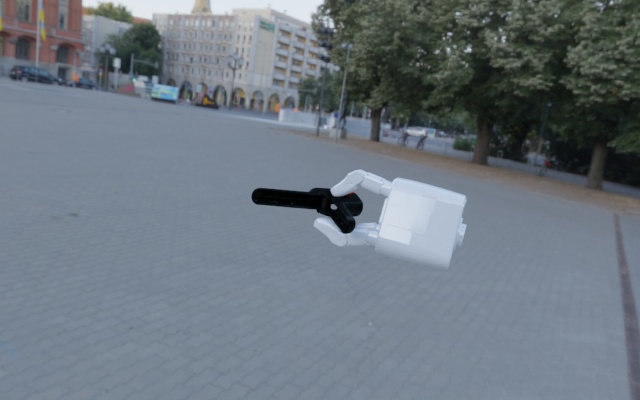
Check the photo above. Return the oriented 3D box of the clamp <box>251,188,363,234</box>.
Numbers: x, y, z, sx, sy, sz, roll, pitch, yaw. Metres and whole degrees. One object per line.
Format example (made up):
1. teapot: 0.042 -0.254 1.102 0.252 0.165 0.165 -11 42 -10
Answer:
1. clamp: 0.001 0.002 0.754 0.164 0.036 0.210 17 13 16
